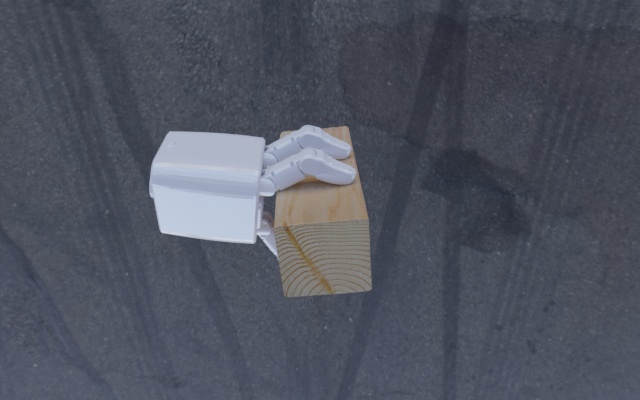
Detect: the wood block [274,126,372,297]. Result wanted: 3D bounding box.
[{"bbox_3d":[0.000,0.002,0.540,0.090,0.091,0.206,-5,33,0],"label":"wood block"}]
